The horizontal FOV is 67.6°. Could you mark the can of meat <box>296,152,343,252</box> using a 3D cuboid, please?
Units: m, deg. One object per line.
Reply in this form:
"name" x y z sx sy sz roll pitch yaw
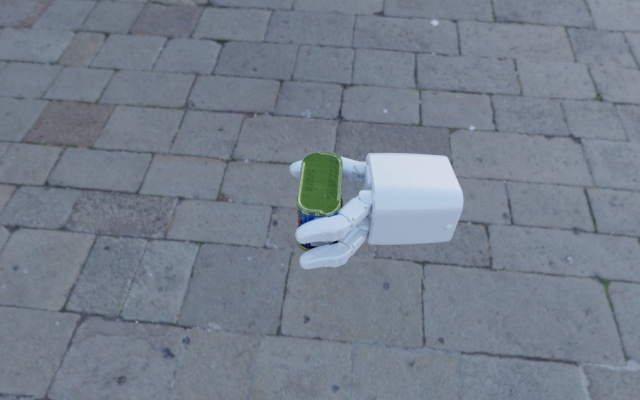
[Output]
"can of meat" 0.000 0.002 0.597 0.057 0.102 0.084 3 -38 2
